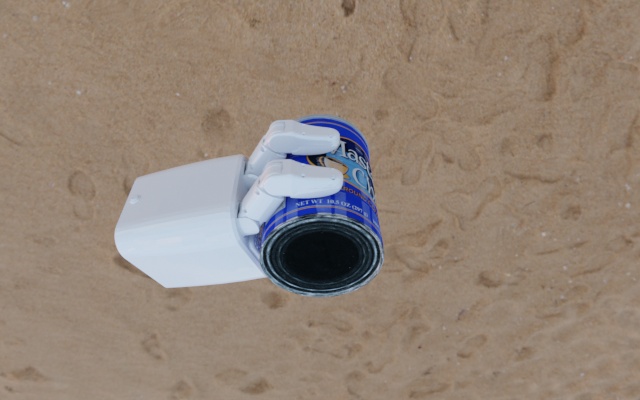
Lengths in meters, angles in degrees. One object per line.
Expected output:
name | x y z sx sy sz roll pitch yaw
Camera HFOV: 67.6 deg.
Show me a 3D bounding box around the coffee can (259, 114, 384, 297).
coffee can | 0.000 0.001 0.441 0.103 0.103 0.140 0 43 -1
